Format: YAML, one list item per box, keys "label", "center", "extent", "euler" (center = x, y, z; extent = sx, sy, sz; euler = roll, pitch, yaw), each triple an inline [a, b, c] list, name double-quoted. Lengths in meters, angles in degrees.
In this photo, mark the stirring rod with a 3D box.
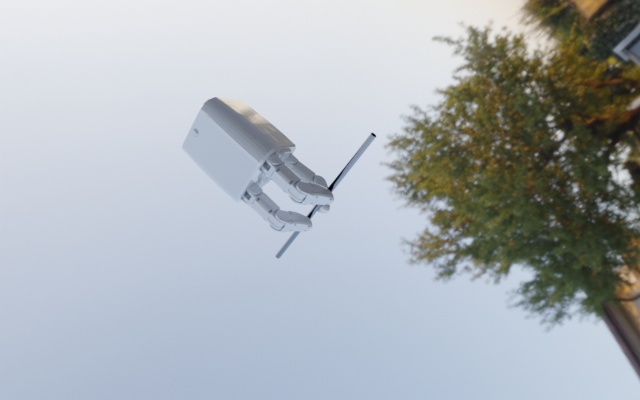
- label: "stirring rod"
  center: [0.000, 0.002, 0.624]
  extent: [0.011, 0.011, 0.240]
  euler: [0, -41, -43]
